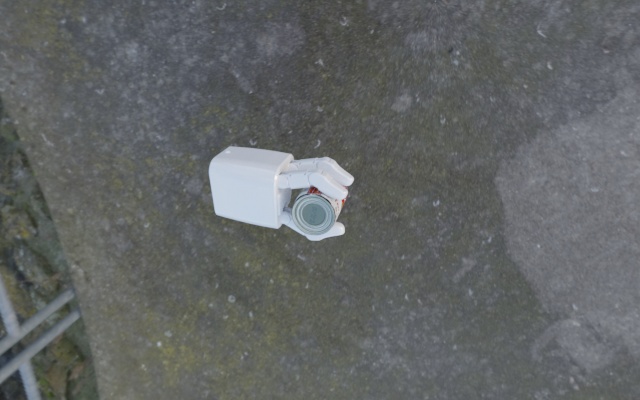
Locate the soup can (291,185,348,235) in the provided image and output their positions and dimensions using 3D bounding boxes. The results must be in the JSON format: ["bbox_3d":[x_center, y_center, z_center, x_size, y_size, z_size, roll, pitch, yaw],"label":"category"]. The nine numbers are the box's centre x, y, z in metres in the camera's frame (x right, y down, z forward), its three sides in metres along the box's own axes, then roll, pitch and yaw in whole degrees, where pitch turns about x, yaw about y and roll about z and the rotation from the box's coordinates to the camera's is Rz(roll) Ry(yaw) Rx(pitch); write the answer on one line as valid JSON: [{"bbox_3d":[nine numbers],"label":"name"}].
[{"bbox_3d":[0.001,0.003,0.732,0.068,0.068,0.102,0,22,14],"label":"soup can"}]
